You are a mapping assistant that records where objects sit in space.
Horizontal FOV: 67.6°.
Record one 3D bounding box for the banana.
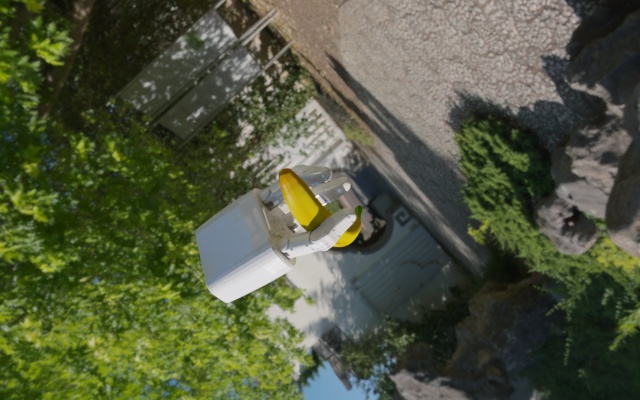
[{"bbox_3d":[0.005,0.020,0.604,0.037,0.069,0.198,-20,-23,24],"label":"banana"}]
